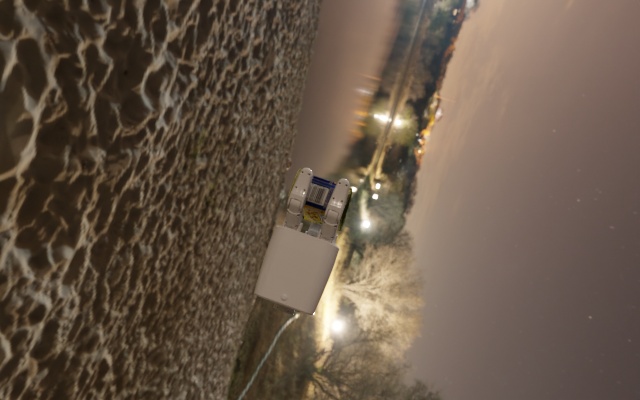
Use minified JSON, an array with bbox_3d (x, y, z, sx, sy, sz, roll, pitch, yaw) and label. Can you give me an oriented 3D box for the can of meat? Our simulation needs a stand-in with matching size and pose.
[{"bbox_3d":[0.000,0.002,0.727,0.084,0.057,0.102,19,-16,7],"label":"can of meat"}]
